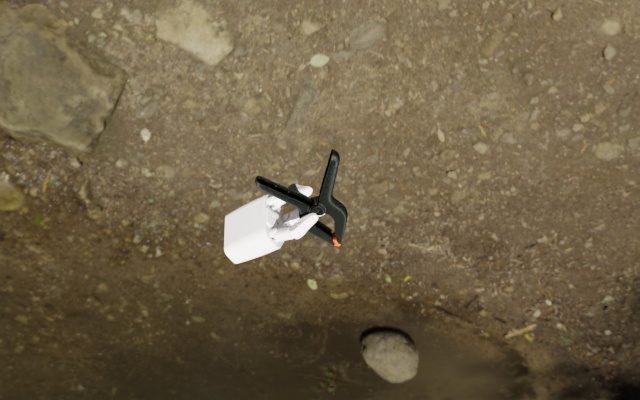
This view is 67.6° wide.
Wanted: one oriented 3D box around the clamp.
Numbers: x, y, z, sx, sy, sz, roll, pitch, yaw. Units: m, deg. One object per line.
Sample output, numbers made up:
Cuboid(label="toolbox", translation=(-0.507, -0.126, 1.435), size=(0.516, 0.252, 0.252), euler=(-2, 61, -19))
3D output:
Cuboid(label="clamp", translation=(0.000, 0.004, 0.897), size=(0.164, 0.210, 0.036), euler=(-23, 33, 22))
